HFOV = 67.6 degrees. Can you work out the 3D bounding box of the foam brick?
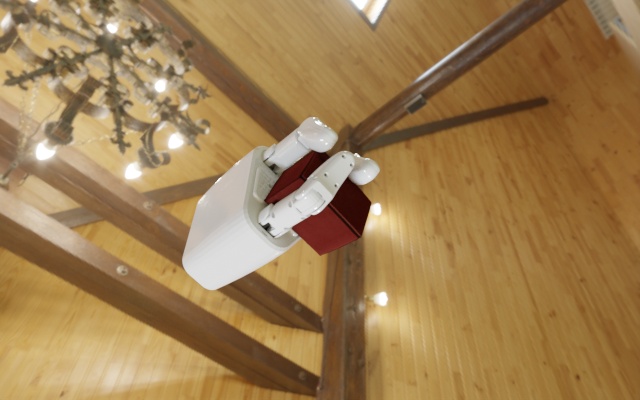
[{"bbox_3d":[0.000,0.002,0.437,0.051,0.078,0.053,-32,19,36],"label":"foam brick"}]
